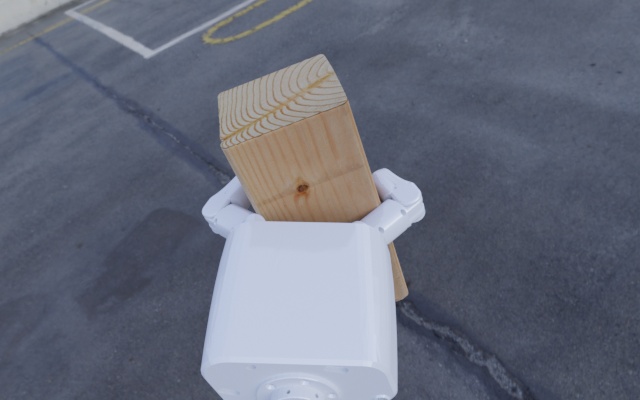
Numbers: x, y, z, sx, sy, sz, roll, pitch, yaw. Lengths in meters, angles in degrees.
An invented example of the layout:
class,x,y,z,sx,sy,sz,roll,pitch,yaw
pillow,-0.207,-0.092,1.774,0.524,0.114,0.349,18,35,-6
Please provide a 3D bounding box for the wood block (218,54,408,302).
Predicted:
class,x,y,z,sx,sy,sz,roll,pitch,yaw
wood block,0.000,0.001,0.401,0.091,0.206,0.090,-20,38,2
